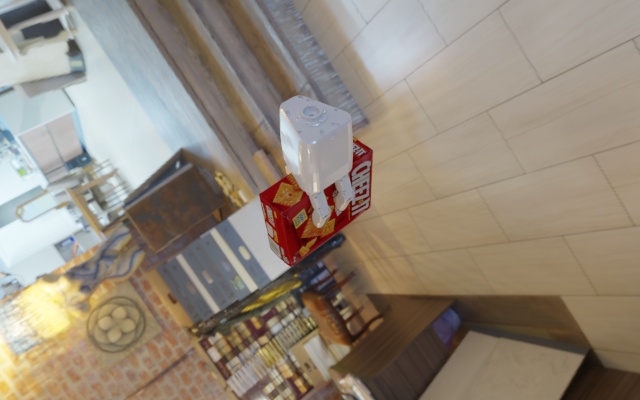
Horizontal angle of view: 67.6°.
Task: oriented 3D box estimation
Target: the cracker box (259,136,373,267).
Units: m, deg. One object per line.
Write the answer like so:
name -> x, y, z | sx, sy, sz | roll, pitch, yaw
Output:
cracker box -> 0.000, 0.003, 0.874 | 0.213, 0.164, 0.072 | -35, 56, -24
